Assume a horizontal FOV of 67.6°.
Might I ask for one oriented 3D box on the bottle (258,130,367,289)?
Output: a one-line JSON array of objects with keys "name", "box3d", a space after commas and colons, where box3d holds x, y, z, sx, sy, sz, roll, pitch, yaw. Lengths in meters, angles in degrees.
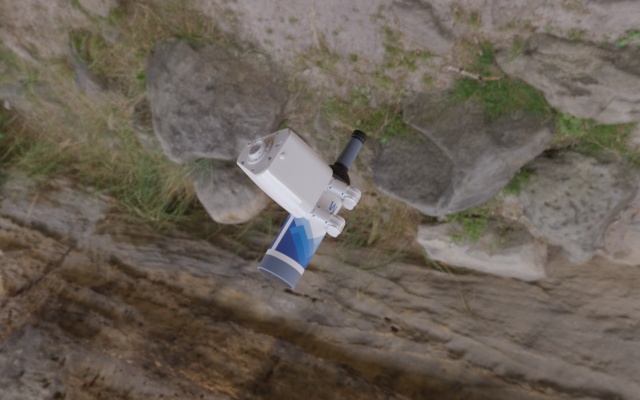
[{"name": "bottle", "box3d": [0.000, 0.003, 0.798, 0.069, 0.295, 0.069, 27, -19, 10]}]
